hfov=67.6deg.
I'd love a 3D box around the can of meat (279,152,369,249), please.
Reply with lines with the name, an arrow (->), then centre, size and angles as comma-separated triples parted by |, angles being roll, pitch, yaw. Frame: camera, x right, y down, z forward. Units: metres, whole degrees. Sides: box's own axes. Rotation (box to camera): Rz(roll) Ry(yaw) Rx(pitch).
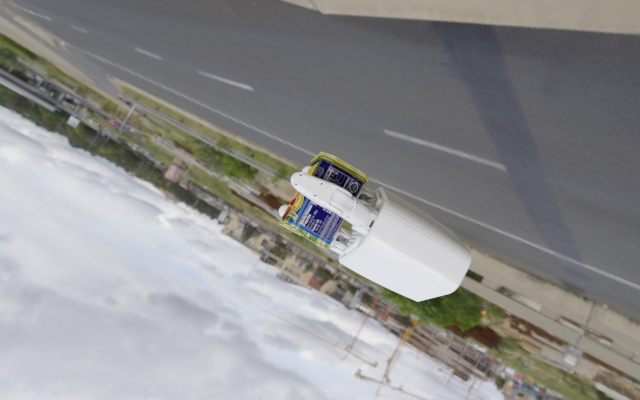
can of meat -> 0.000, 0.002, 0.511 | 0.057, 0.084, 0.102 | 29, -5, -7
